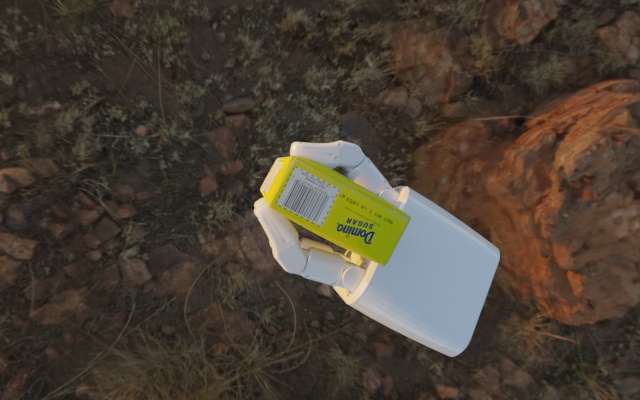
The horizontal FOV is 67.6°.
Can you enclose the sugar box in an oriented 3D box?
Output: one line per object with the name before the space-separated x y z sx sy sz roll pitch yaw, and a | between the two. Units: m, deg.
sugar box | 0.000 0.002 0.401 0.093 0.048 0.176 29 -3 -9
